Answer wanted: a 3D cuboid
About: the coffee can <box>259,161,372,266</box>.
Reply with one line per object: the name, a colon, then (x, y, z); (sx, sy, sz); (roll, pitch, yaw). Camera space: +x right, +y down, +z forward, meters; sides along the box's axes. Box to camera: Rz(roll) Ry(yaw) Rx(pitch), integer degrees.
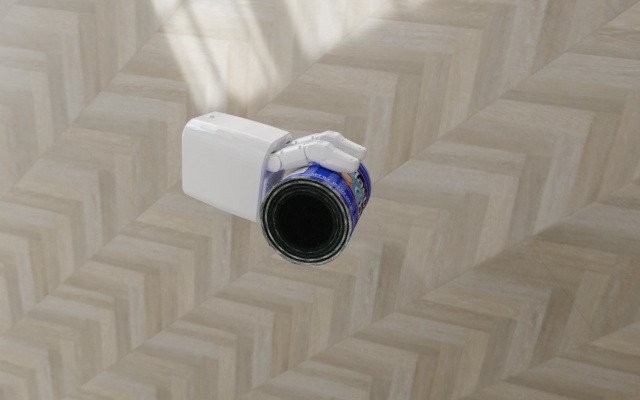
coffee can: (0.000, 0.002, 0.570); (0.103, 0.103, 0.140); (0, 18, 15)
